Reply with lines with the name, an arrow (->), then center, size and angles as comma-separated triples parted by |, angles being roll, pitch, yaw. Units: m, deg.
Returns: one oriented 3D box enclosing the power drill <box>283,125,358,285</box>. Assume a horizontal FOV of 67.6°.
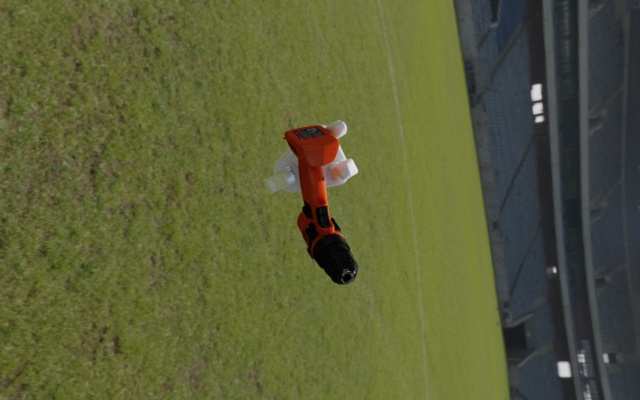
power drill -> 0.000, 0.002, 0.654 | 0.057, 0.188, 0.184 | -12, 26, -15
